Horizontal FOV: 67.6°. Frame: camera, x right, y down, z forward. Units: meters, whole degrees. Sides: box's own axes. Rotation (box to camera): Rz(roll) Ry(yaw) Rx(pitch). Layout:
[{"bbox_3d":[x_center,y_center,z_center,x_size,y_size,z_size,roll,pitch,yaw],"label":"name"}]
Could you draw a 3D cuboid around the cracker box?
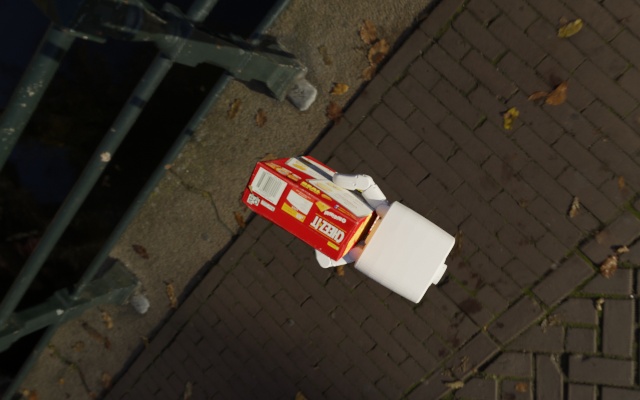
[{"bbox_3d":[0.000,0.002,0.733,0.164,0.072,0.213,31,15,12],"label":"cracker box"}]
